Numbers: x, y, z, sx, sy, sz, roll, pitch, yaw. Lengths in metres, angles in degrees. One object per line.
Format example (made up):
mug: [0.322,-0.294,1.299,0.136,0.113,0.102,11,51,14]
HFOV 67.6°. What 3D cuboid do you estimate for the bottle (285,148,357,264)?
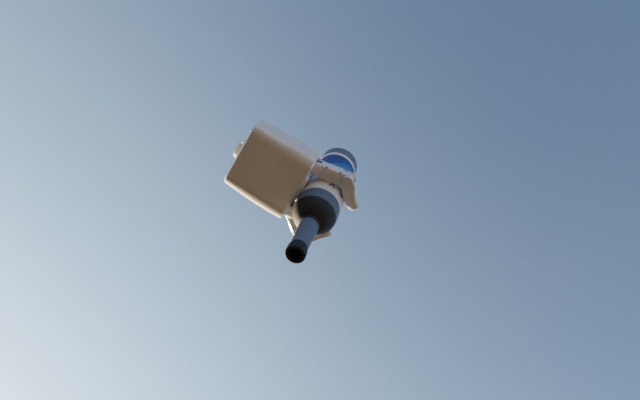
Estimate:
bottle: [0.000,0.002,0.728,0.069,0.069,0.295,0,27,14]
